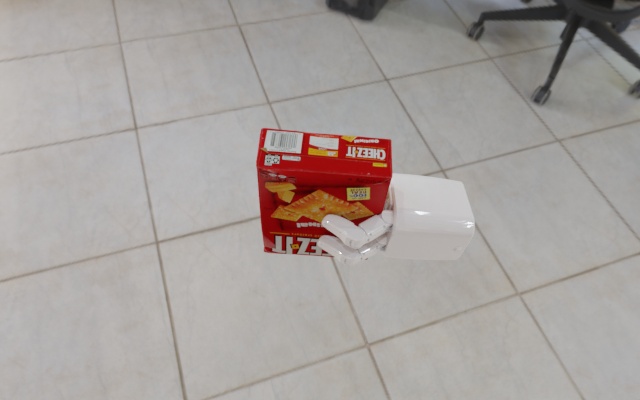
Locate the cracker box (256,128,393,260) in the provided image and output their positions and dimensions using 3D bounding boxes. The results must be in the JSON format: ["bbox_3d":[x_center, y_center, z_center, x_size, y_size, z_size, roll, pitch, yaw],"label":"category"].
[{"bbox_3d":[0.000,0.002,0.656,0.164,0.072,0.214,5,-35,-1],"label":"cracker box"}]
